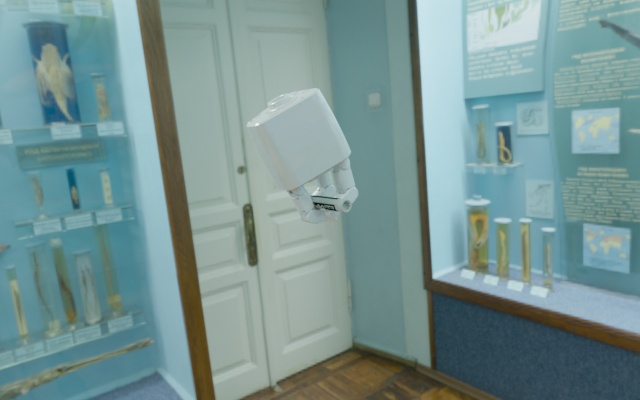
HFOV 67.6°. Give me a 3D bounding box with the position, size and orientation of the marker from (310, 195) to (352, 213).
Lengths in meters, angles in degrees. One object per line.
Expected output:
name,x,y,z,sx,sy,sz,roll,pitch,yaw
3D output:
marker,0.000,0.002,0.696,0.020,0.020,0.121,0,5,-36
